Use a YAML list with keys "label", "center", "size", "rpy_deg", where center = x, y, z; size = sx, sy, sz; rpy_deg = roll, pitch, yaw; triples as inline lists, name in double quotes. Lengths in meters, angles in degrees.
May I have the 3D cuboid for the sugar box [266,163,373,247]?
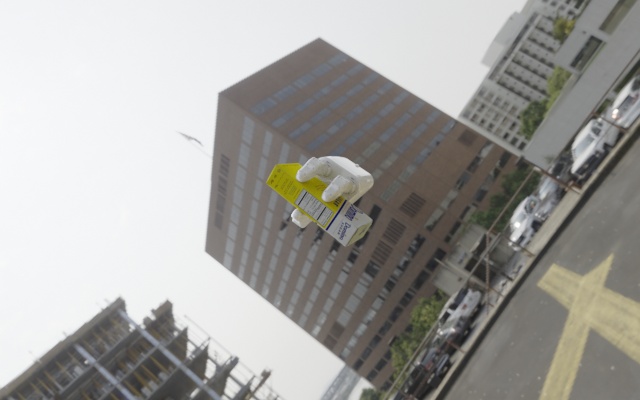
- label: "sugar box"
  center: [0.000, 0.002, 0.812]
  size: [0.176, 0.048, 0.093]
  rpy_deg: [35, 18, 14]
